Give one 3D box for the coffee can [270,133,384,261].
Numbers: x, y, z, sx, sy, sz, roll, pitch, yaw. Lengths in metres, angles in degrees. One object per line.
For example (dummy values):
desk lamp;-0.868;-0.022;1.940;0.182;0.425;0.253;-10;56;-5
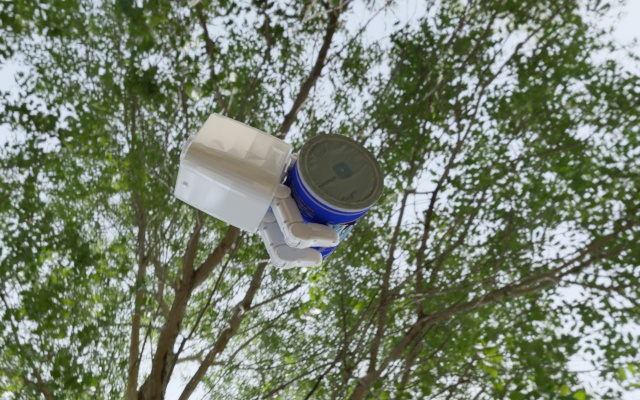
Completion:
coffee can;0.000;0.002;0.579;0.103;0.102;0.140;0;-31;-24
